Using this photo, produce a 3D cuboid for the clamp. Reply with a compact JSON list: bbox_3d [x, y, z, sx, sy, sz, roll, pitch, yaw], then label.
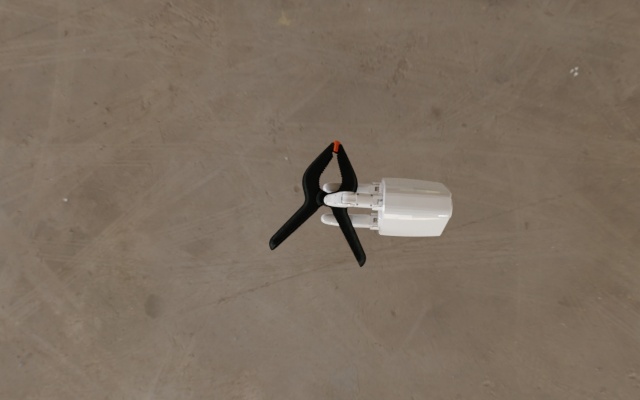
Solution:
[{"bbox_3d":[0.000,0.002,0.809,0.164,0.210,0.036,4,-5,2],"label":"clamp"}]
